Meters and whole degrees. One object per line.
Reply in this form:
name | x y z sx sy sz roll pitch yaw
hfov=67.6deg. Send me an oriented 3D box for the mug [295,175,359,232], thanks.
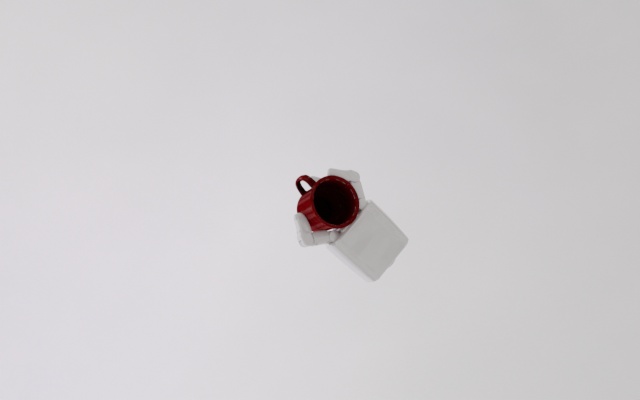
mug | -0.001 0.002 0.839 0.117 0.093 0.081 44 -27 -9
